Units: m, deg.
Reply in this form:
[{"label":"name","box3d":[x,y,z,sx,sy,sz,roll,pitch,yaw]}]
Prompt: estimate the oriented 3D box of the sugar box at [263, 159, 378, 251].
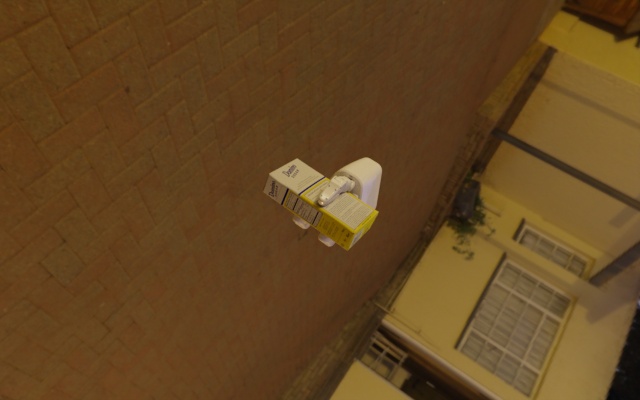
[{"label":"sugar box","box3d":[0.000,0.003,0.804,0.176,0.048,0.093,33,34,16]}]
